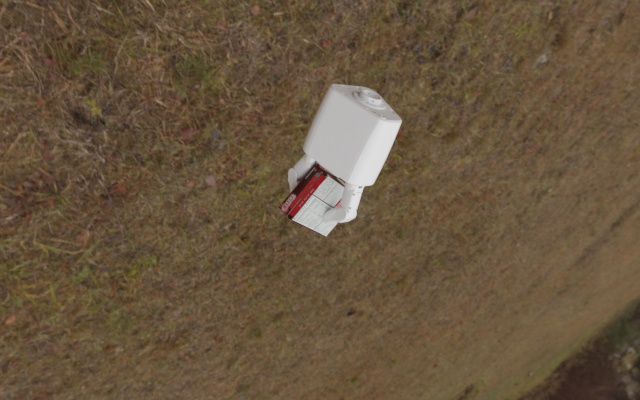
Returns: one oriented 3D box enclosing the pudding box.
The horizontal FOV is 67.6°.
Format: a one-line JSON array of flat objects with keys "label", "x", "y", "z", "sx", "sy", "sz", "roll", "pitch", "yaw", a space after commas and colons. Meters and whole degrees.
[{"label": "pudding box", "x": 0.000, "y": 0.002, "z": 0.746, "sx": 0.039, "sy": 0.090, "sz": 0.113, "roll": 46, "pitch": 8, "yaw": 36}]
